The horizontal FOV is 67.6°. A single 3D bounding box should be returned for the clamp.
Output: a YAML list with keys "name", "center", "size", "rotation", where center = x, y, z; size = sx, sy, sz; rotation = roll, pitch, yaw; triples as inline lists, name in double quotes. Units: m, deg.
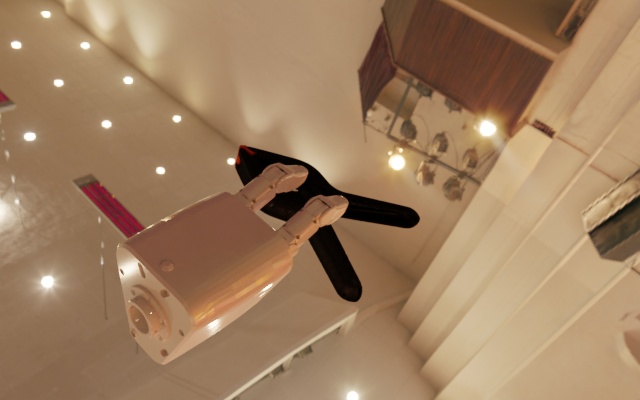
- name: "clamp"
  center: [-0.001, 0.002, 0.512]
  size: [0.210, 0.036, 0.164]
  rotation: [37, 38, 20]
